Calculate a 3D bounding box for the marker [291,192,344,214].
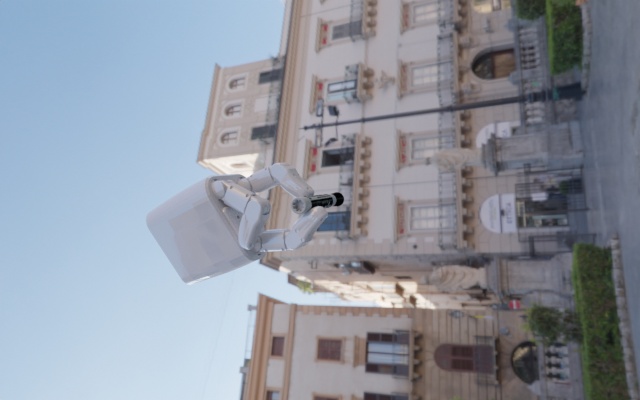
[{"bbox_3d":[0.000,0.002,0.576,0.020,0.020,0.121,0,4,24],"label":"marker"}]
